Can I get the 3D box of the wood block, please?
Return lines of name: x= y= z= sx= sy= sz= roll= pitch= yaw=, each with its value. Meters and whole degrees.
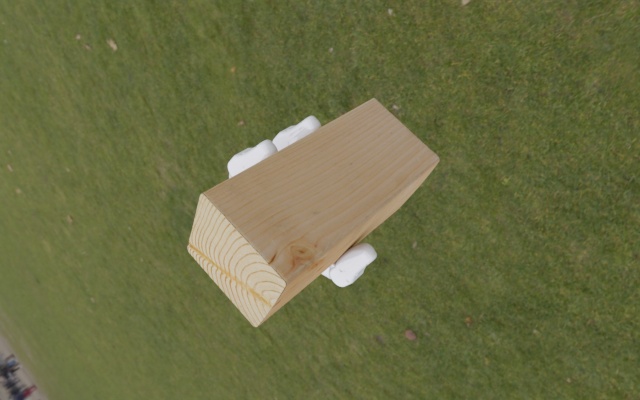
wood block: x=0.000 y=0.002 z=0.418 sx=0.206 sy=0.091 sz=0.090 roll=-35 pitch=-14 yaw=-37
